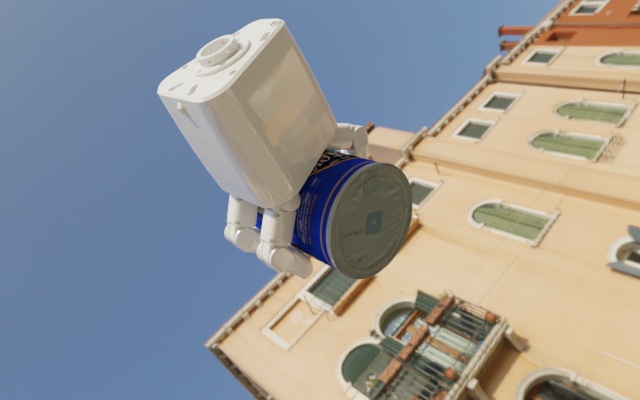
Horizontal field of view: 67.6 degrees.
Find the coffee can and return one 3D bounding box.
[{"bbox_3d":[0.000,0.002,0.452,0.103,0.103,0.140,0,14,-44],"label":"coffee can"}]
